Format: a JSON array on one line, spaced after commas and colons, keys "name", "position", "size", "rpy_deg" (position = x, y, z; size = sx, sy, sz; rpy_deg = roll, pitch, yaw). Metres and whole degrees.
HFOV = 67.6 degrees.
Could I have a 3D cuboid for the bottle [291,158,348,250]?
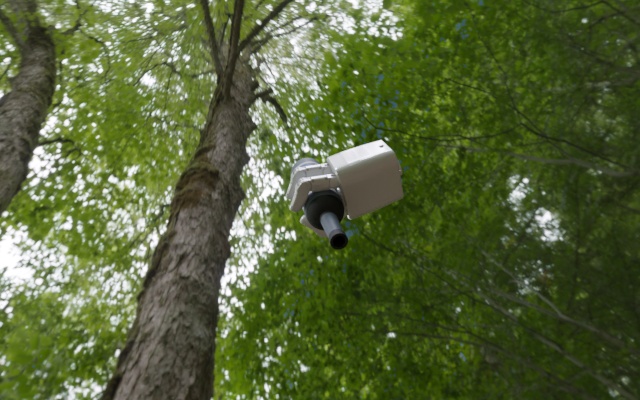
[{"name": "bottle", "position": [0.000, 0.003, 0.833], "size": [0.069, 0.069, 0.295], "rpy_deg": [0, 23, -12]}]
